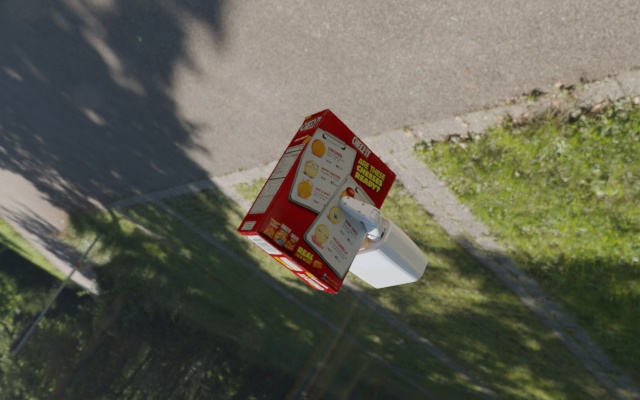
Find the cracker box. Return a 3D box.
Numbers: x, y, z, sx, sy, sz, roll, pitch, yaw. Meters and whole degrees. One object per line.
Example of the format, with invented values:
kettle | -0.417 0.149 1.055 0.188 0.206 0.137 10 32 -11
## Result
cracker box | 0.000 0.002 0.705 0.164 0.213 0.072 40 -24 -28
